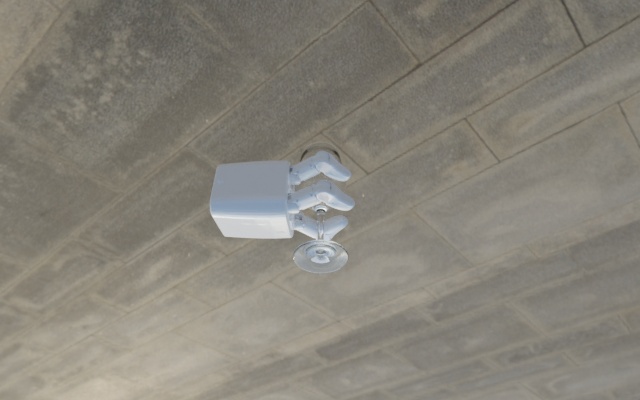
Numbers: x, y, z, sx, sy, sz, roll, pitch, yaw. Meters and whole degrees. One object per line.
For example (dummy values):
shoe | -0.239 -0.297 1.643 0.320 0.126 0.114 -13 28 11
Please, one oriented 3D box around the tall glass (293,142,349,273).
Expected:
tall glass | 0.000 0.003 0.701 0.079 0.200 0.079 0 -42 0
